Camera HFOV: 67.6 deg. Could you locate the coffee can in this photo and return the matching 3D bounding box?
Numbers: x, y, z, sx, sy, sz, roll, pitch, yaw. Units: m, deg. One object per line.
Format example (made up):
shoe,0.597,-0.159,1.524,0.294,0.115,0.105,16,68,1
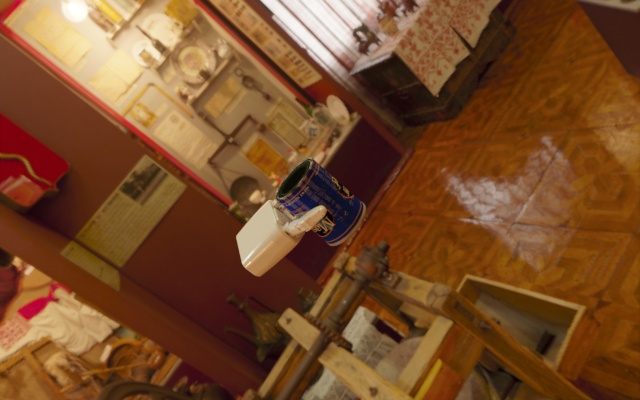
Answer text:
coffee can,0.000,0.003,0.889,0.140,0.102,0.103,41,-16,-19
